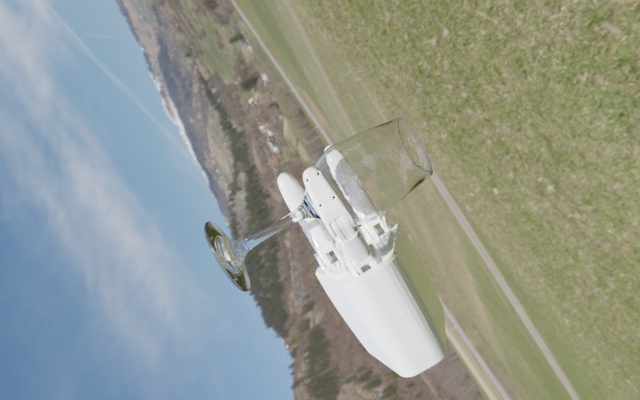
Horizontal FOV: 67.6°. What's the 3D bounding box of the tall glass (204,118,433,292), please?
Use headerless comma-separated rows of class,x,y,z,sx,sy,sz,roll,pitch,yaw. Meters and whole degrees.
tall glass,-0.001,0.002,0.436,0.201,0.079,0.079,-31,-1,2
